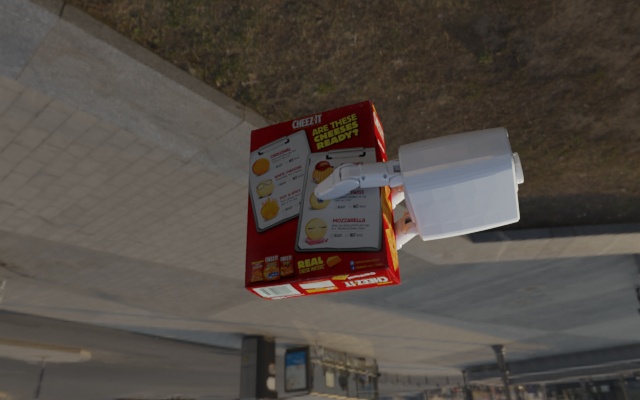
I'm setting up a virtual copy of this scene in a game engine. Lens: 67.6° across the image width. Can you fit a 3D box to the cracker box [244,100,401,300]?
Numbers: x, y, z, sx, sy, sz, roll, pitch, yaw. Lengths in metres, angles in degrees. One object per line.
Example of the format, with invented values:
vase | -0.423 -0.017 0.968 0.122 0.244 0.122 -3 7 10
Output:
cracker box | 0.000 0.002 0.571 0.164 0.213 0.072 -11 -29 17
